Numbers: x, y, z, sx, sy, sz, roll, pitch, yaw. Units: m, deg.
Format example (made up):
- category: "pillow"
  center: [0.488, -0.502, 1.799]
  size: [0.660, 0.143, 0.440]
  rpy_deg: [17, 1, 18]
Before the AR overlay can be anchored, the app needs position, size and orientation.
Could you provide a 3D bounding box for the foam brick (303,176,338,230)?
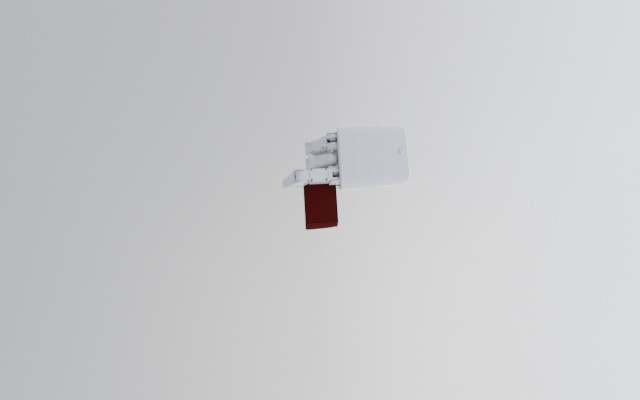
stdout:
- category: "foam brick"
  center: [0.000, 0.003, 0.745]
  size: [0.051, 0.078, 0.053]
  rpy_deg: [-3, -12, -1]
